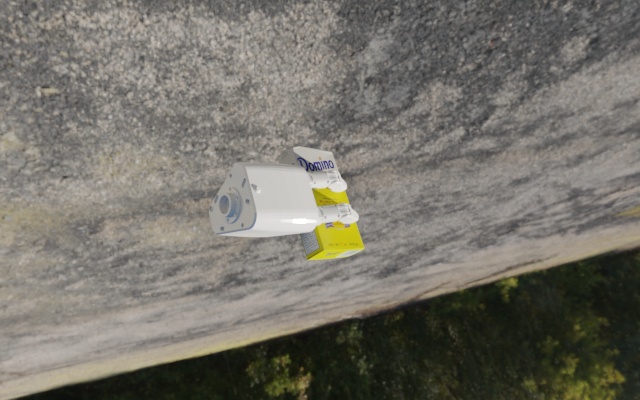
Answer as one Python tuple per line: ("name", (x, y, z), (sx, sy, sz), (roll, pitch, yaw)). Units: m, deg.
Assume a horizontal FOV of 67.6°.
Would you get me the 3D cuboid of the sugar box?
("sugar box", (0.000, 0.002, 0.744), (0.093, 0.176, 0.048), (3, -26, -45))
